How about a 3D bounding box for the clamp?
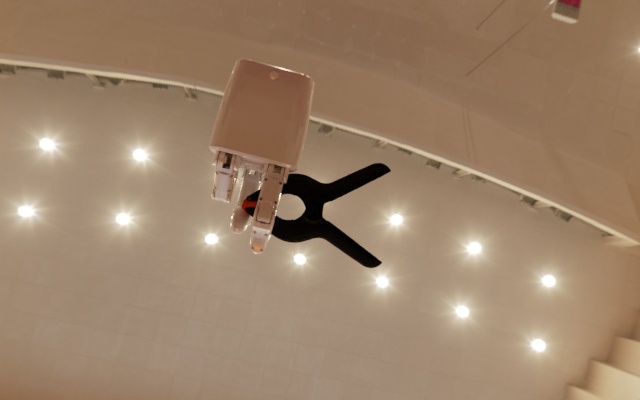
[{"bbox_3d":[0.000,0.002,0.549,0.171,0.120,0.039,14,-6,-5],"label":"clamp"}]
